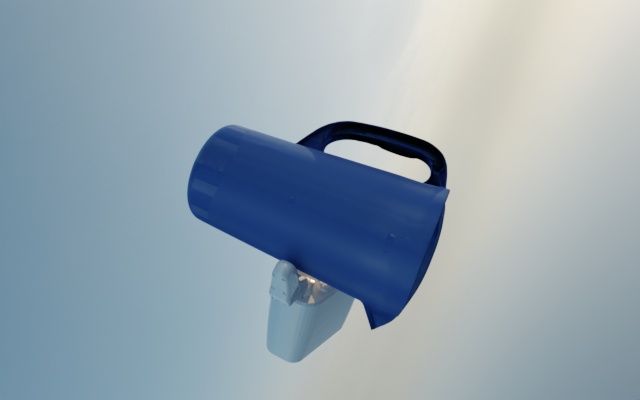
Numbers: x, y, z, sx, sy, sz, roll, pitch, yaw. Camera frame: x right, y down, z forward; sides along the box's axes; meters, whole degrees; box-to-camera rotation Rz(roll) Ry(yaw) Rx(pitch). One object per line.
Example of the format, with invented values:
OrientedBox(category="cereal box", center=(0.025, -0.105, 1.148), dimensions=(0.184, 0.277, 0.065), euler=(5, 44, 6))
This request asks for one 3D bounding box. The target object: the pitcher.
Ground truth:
OrientedBox(category="pitcher", center=(0.000, 0.002, 0.480), dimensions=(0.243, 0.145, 0.149), euler=(22, 37, 13))
